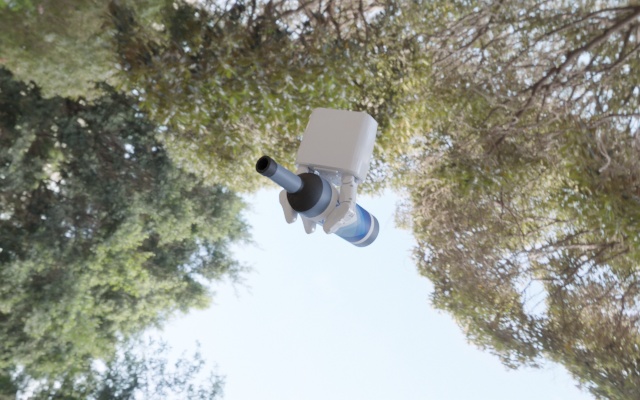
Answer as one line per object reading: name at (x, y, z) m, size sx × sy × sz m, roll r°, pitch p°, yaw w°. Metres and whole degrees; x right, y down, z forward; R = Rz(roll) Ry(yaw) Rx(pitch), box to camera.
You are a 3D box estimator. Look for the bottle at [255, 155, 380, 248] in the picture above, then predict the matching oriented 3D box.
bottle at (0.000, 0.003, 0.767) m, size 0.069 × 0.069 × 0.296 m, roll 0°, pitch -21°, yaw 35°
